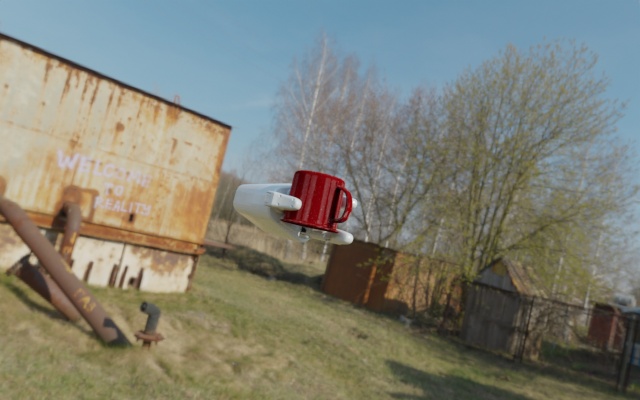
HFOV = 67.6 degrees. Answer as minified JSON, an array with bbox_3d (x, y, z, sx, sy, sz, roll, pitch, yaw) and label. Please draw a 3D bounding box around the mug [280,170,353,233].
[{"bbox_3d":[0.001,0.002,0.728,0.117,0.081,0.093,7,-8,44],"label":"mug"}]
